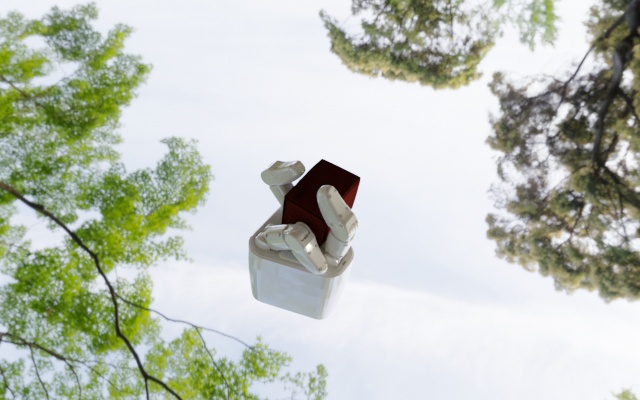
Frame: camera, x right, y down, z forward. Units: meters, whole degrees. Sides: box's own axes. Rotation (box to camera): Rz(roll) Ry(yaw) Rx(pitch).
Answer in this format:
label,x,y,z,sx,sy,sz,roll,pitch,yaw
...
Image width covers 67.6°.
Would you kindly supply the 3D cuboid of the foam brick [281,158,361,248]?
label,x,y,z,sx,sy,sz,roll,pitch,yaw
foam brick,0.000,0.002,0.526,0.053,0.051,0.078,29,51,17
